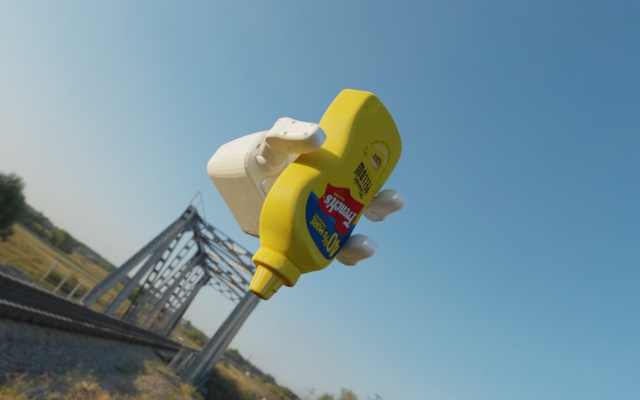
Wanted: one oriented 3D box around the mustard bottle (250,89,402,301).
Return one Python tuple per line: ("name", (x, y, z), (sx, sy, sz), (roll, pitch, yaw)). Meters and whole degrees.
("mustard bottle", (0.000, 0.001, 0.414), (0.058, 0.191, 0.096), (19, -26, 35))
